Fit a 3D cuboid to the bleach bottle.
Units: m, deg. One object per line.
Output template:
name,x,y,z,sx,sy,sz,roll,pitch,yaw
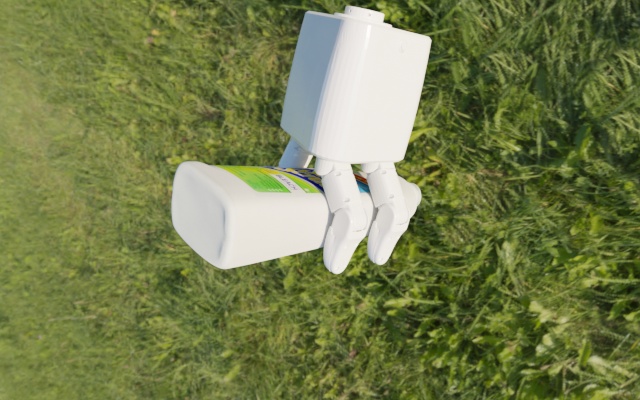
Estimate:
bleach bottle,0.000,0.002,0.447,0.251,0.068,0.102,-6,26,-41
